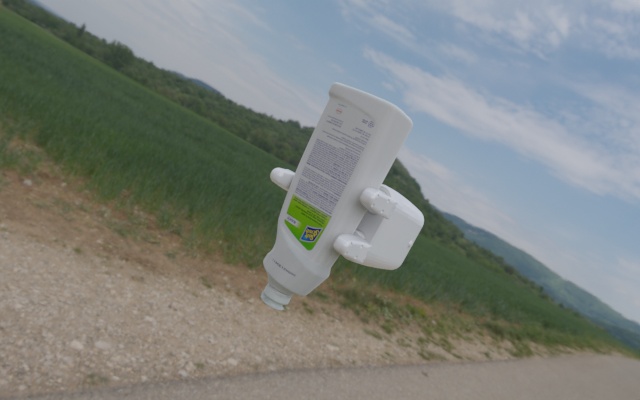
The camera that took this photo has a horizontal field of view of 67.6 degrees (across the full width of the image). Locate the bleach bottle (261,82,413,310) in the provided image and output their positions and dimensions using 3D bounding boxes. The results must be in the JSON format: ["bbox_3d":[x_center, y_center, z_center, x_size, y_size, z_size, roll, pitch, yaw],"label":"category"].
[{"bbox_3d":[0.000,0.002,0.532,0.102,0.251,0.068,31,4,37],"label":"bleach bottle"}]
